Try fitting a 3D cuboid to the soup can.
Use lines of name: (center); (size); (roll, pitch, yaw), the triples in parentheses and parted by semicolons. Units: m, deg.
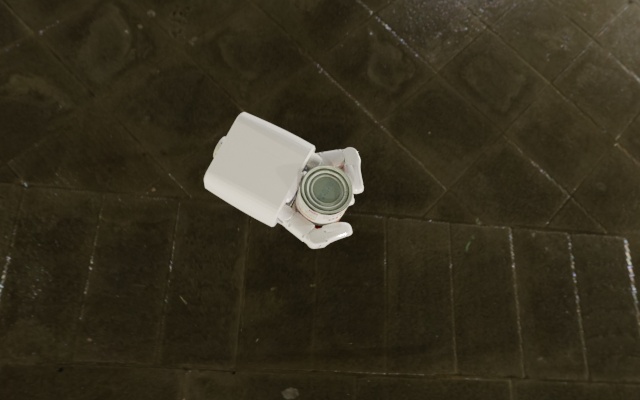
soup can: (0.001, 0.002, 0.629); (0.068, 0.068, 0.102); (0, -19, -10)
